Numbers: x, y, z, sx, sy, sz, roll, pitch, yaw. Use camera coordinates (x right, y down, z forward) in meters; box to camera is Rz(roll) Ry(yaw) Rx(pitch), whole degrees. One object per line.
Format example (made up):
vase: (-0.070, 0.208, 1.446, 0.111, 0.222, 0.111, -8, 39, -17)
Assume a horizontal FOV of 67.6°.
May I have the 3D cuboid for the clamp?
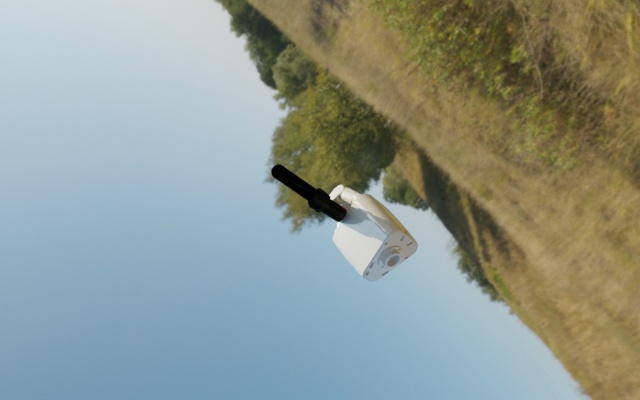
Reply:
clamp: (0.000, 0.003, 0.809, 0.171, 0.039, 0.120, 30, 13, -44)
